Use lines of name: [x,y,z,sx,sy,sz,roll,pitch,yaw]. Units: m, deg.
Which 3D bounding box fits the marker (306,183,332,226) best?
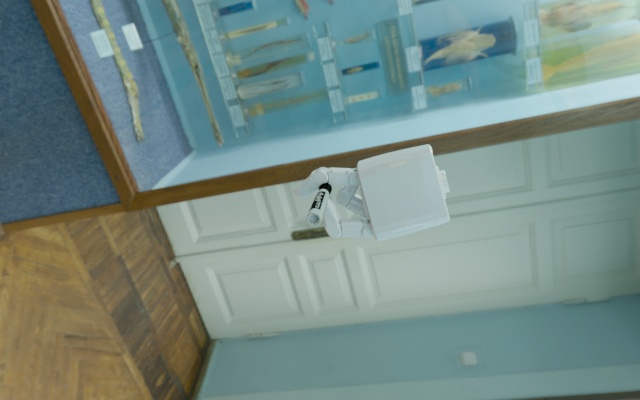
marker: [0.000,0.002,0.636,0.020,0.020,0.121,0,20,9]
